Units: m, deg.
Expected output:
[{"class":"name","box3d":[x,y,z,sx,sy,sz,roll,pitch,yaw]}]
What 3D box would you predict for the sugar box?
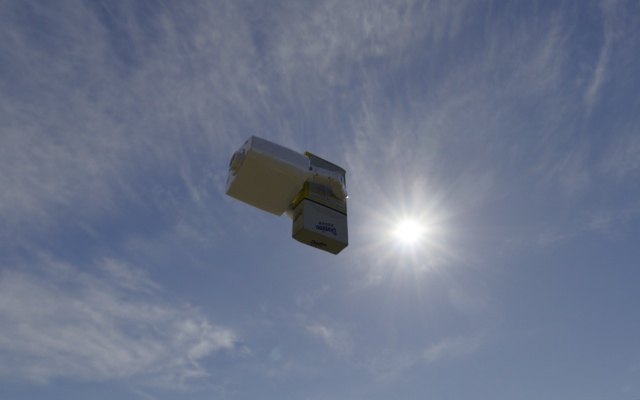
[{"class":"sugar box","box3d":[0.000,0.003,0.848,0.093,0.176,0.048,23,-42,-24]}]
